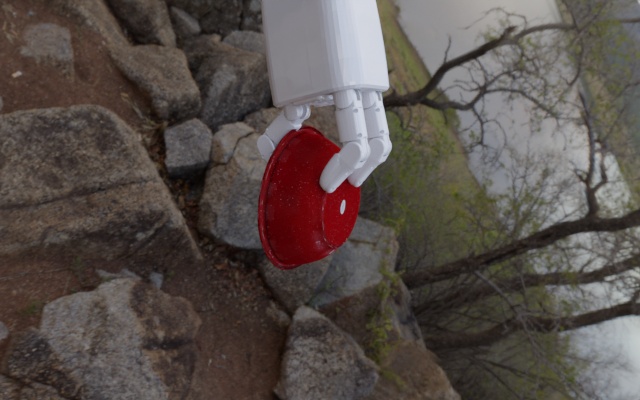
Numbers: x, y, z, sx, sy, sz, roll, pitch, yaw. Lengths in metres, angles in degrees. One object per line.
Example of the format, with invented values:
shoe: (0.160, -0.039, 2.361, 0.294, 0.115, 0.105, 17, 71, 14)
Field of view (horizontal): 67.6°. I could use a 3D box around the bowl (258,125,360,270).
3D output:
bowl: (0.001, 0.003, 0.518, 0.055, 0.162, 0.162, 10, 5, 27)
